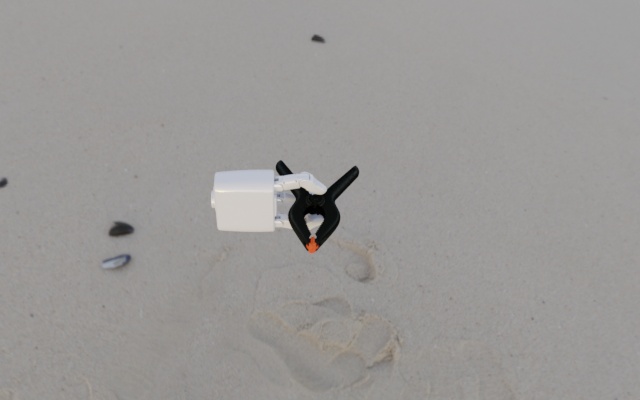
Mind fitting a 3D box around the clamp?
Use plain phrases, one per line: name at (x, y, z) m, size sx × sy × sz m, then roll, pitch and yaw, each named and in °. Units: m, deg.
clamp at (0.000, 0.003, 0.889) m, size 0.164 × 0.209 × 0.036 m, roll -2°, pitch -40°, yaw -4°
